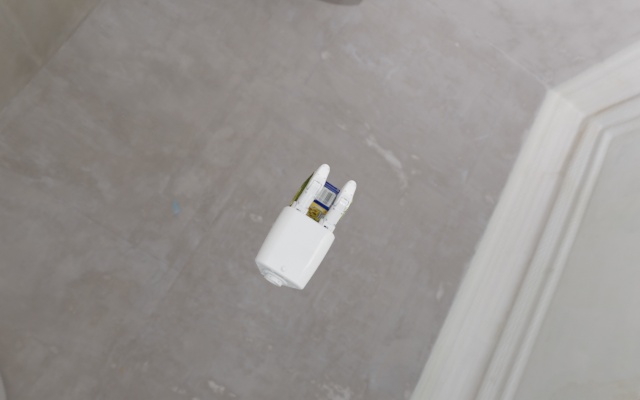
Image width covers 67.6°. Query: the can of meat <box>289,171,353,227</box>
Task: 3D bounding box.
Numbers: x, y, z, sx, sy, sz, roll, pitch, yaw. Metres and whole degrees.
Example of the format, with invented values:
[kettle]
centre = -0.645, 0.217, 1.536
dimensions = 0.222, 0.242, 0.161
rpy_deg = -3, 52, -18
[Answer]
[can of meat]
centre = 0.000, 0.003, 0.858
dimensions = 0.084, 0.057, 0.102
rpy_deg = 33, -21, -7
